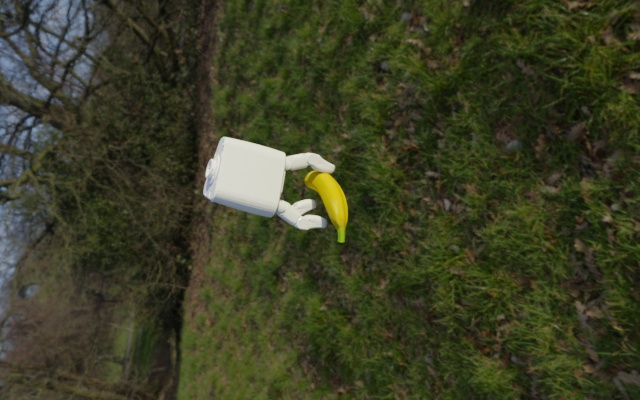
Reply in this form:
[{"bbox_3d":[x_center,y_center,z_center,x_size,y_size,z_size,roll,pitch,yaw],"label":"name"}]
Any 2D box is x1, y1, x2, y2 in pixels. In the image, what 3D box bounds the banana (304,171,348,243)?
[{"bbox_3d":[0.008,-0.011,0.832,0.037,0.070,0.197,10,28,-24],"label":"banana"}]
